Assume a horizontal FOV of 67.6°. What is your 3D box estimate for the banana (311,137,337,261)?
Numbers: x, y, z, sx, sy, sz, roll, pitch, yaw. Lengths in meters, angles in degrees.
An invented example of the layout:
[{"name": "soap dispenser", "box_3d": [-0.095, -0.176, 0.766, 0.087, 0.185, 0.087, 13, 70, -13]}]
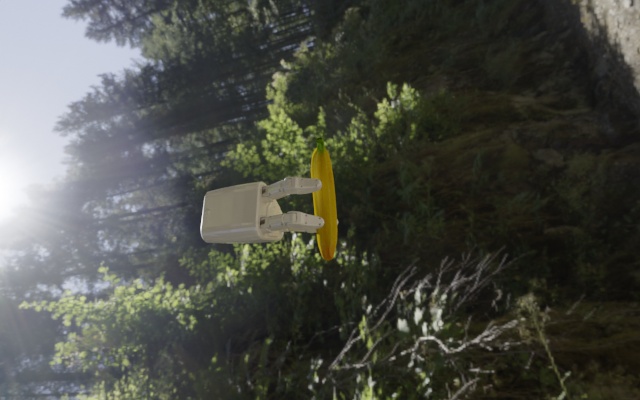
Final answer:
[{"name": "banana", "box_3d": [0.004, -0.001, 0.793, 0.037, 0.198, 0.069, -6, 0, 13]}]
